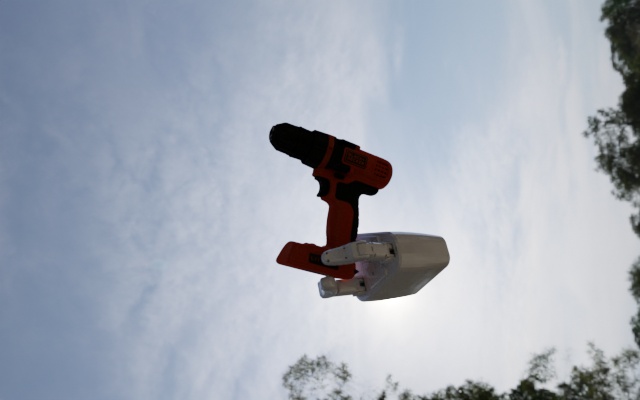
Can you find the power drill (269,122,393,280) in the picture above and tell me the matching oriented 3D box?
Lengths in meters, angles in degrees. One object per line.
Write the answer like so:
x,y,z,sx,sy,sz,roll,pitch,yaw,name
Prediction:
0.000,0.003,0.641,0.184,0.187,0.057,18,-12,-18,power drill
